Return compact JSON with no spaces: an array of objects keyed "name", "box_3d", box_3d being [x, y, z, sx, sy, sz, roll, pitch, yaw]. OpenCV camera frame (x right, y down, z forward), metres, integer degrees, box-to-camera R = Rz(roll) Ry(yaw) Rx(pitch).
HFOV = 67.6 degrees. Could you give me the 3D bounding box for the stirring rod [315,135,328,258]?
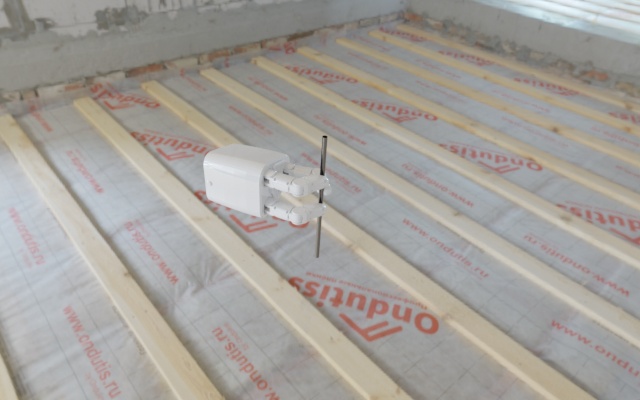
[{"name":"stirring rod","box_3d":[0.000,0.002,0.777,0.011,0.240,0.011,2,36,-2]}]
